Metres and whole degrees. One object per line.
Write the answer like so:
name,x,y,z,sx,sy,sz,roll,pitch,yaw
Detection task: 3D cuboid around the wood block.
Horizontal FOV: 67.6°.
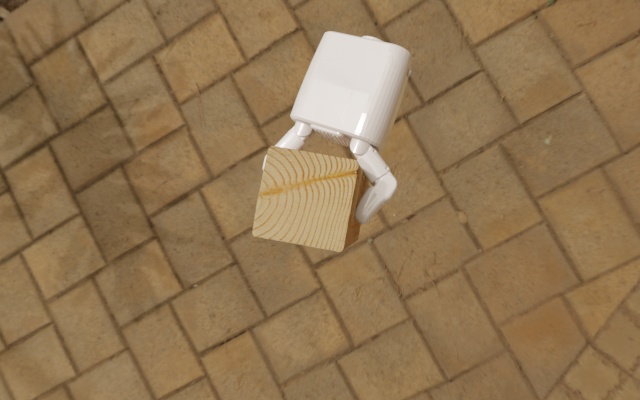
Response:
wood block,0.000,0.001,0.548,0.091,0.090,0.206,10,0,9
